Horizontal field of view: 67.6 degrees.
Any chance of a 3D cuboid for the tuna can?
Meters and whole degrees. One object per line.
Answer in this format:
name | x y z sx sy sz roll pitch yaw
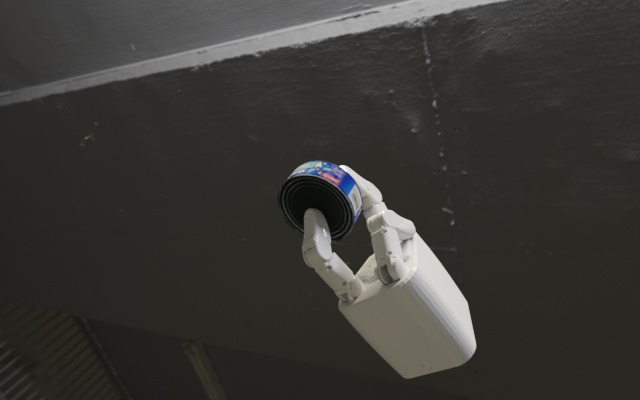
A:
tuna can | 0.000 0.001 0.503 0.086 0.086 0.033 0 34 28
